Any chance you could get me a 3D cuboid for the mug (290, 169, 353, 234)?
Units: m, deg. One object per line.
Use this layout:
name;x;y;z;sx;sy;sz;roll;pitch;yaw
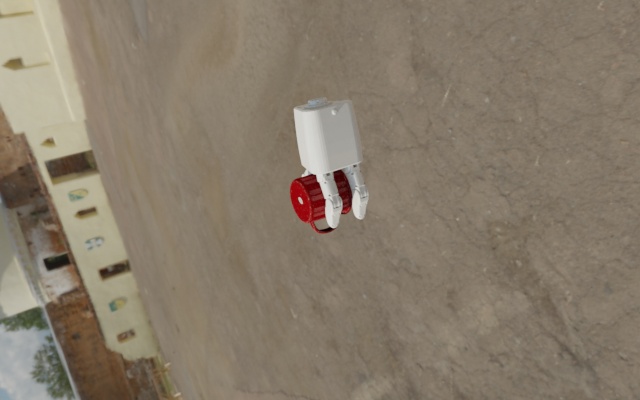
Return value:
mug;0.000;0.004;0.851;0.081;0.117;0.093;-18;17;-25
